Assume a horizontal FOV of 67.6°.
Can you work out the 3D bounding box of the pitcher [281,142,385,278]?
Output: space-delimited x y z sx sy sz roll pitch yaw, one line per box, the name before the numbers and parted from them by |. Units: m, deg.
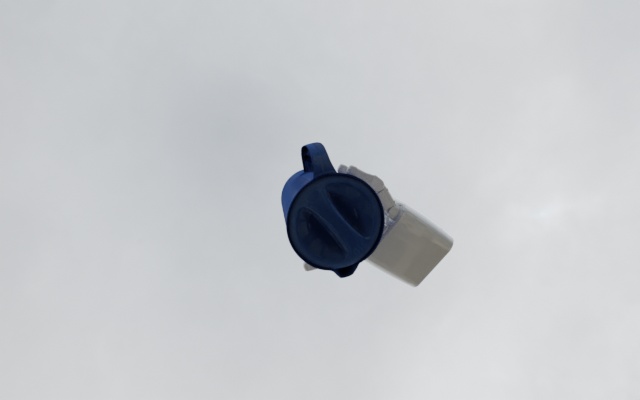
pitcher | 0.000 0.003 0.739 0.145 0.149 0.243 29 3 -13
